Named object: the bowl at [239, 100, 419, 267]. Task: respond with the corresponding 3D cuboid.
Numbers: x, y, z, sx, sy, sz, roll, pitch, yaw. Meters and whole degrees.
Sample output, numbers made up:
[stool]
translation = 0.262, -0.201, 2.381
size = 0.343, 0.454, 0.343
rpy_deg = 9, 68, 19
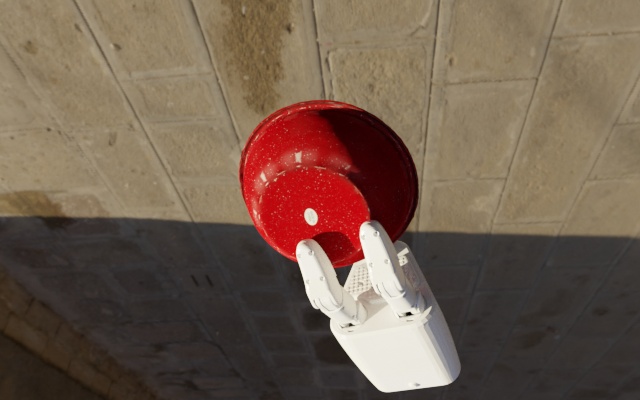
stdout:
[bowl]
translation = -0.001, 0.001, 0.401
size = 0.162, 0.162, 0.055
rpy_deg = 0, 29, 13
